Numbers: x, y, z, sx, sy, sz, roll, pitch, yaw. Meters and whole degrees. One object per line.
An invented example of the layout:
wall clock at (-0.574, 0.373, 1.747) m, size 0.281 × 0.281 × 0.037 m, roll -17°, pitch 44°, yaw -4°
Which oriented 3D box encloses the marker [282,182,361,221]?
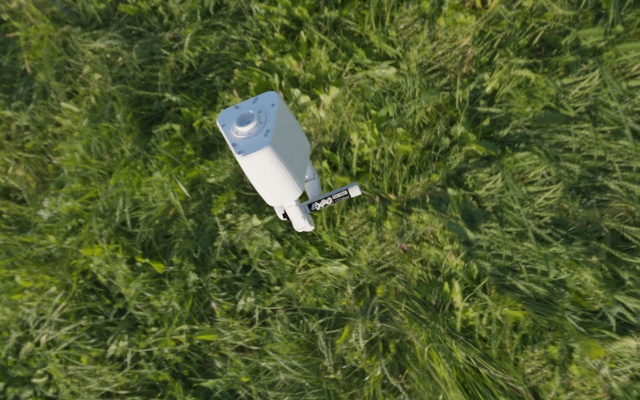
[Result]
marker at (0.000, 0.002, 0.696) m, size 0.121 × 0.020 × 0.020 m, roll -21°, pitch -3°, yaw 9°
